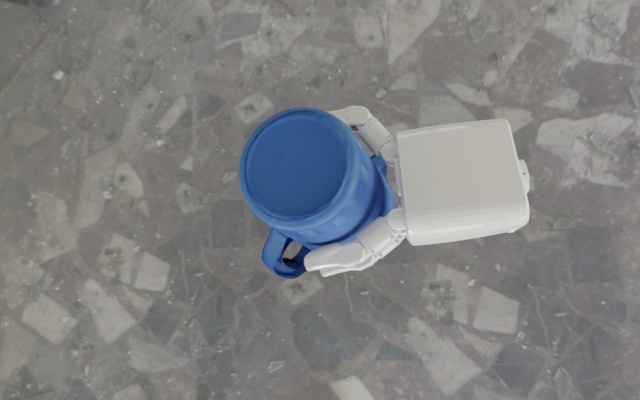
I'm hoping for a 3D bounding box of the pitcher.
[{"bbox_3d":[0.000,0.002,0.506,0.145,0.149,0.243,-7,-12,12],"label":"pitcher"}]
